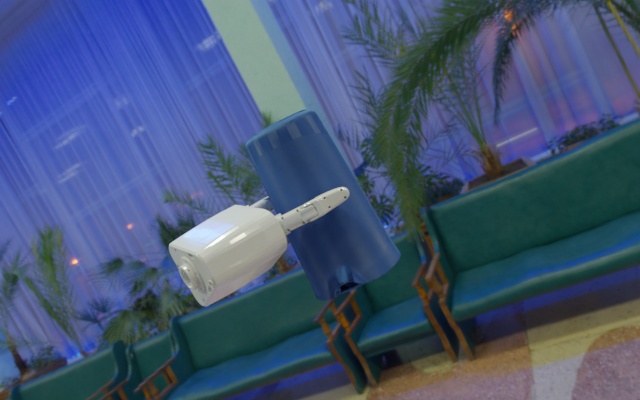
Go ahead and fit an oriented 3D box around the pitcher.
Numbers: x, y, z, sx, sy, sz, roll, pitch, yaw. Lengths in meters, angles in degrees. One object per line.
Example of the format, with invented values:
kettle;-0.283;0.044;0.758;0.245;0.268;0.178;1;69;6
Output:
pitcher;0.000;0.002;0.668;0.145;0.243;0.149;-31;6;-30
